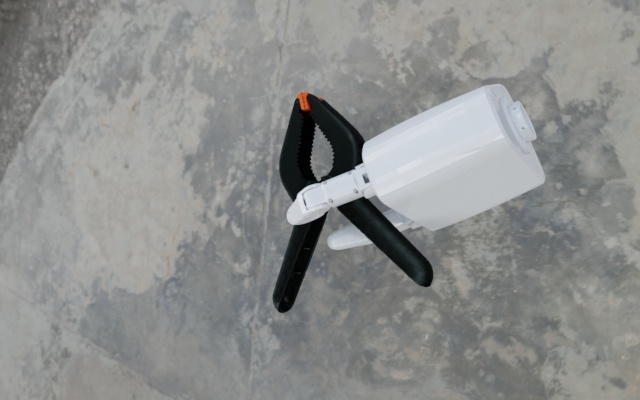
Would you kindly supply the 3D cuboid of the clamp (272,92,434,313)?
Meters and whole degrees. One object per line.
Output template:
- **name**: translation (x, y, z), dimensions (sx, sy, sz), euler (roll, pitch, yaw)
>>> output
- **clamp**: translation (0.000, 0.001, 0.453), dimensions (0.164, 0.210, 0.036), euler (-25, -17, 28)
